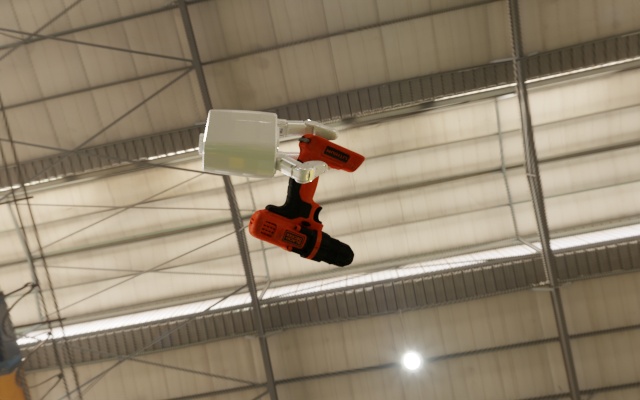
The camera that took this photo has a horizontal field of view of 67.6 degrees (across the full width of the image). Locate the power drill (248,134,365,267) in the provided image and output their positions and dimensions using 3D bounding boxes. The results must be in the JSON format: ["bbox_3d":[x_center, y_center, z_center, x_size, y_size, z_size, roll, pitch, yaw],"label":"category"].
[{"bbox_3d":[0.000,0.002,0.759,0.184,0.187,0.057,22,1,-23],"label":"power drill"}]
